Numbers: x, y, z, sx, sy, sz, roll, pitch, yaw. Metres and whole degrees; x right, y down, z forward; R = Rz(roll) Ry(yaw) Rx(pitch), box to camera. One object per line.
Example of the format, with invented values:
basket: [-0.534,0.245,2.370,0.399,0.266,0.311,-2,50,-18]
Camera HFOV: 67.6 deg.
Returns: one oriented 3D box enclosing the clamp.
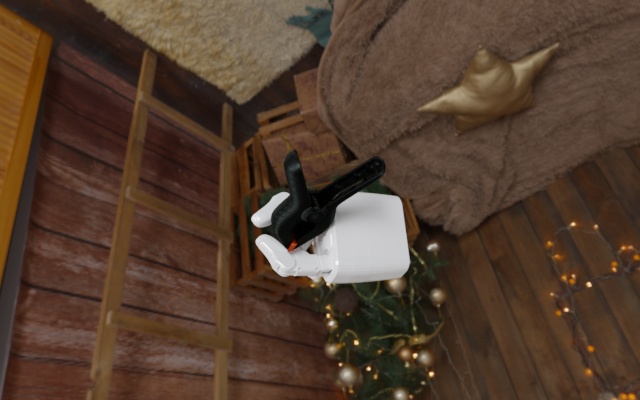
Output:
clamp: [0.000,0.002,0.557,0.120,0.039,0.172,1,-35,-19]
